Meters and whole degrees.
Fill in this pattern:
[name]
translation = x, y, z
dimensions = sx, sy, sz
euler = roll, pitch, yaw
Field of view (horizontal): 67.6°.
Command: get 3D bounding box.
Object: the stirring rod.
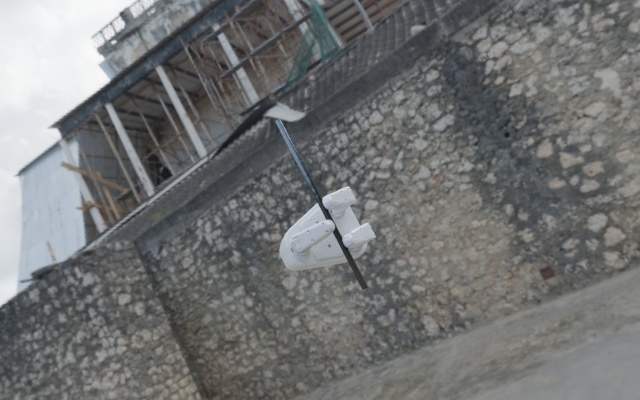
[stirring rod]
translation = 0.000, 0.002, 0.601
dimensions = 0.011, 0.239, 0.011
euler = -27, -8, -4
